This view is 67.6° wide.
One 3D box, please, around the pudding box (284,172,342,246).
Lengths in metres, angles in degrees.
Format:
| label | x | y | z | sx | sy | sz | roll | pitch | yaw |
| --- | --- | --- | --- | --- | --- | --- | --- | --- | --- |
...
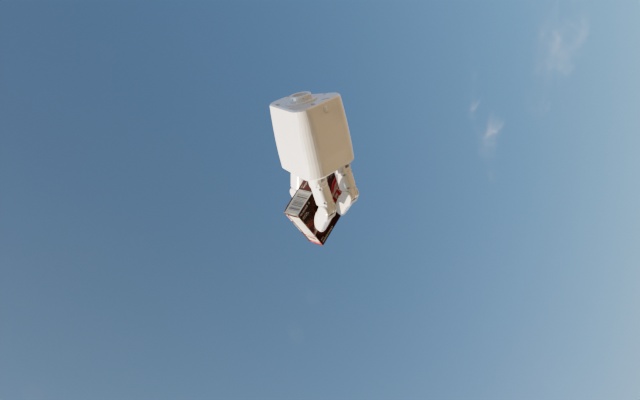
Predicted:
| label | x | y | z | sx | sy | sz | roll | pitch | yaw |
| --- | --- | --- | --- | --- | --- | --- | --- | --- | --- |
| pudding box | 0.000 | 0.002 | 0.783 | 0.039 | 0.113 | 0.090 | 16 | -25 | 41 |
